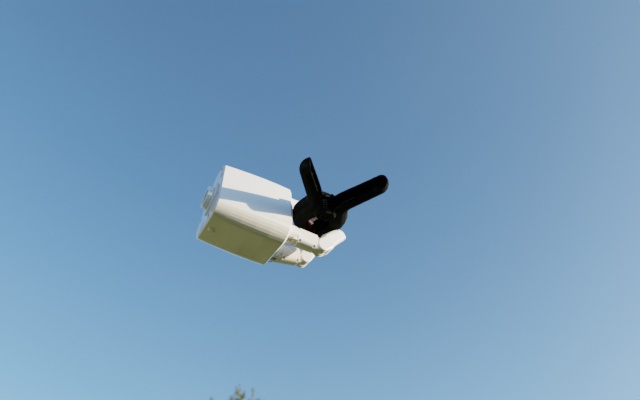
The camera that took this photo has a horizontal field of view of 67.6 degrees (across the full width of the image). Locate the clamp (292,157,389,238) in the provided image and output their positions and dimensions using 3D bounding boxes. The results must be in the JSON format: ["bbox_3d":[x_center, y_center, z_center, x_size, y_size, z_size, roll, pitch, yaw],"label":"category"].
[{"bbox_3d":[0.000,0.002,0.659,0.120,0.039,0.171,23,-44,-19],"label":"clamp"}]
